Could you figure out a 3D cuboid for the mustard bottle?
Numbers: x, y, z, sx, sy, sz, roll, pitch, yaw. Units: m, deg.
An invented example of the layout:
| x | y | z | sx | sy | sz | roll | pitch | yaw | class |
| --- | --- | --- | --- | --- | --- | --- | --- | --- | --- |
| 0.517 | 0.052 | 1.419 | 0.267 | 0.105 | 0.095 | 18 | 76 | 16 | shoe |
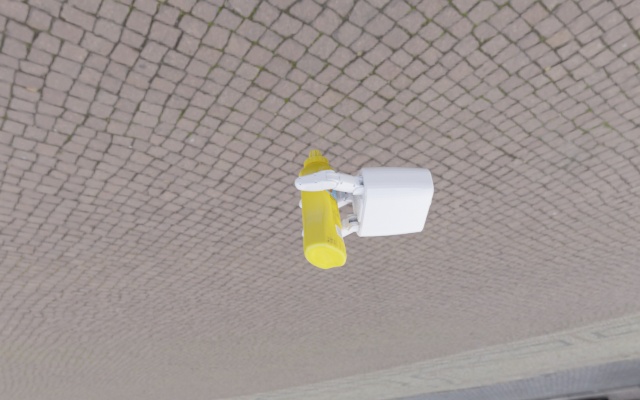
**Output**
| x | y | z | sx | sy | sz | roll | pitch | yaw | class |
| --- | --- | --- | --- | --- | --- | --- | --- | --- | --- |
| 0.000 | 0.003 | 0.746 | 0.058 | 0.191 | 0.096 | -14 | -30 | 15 | mustard bottle |
